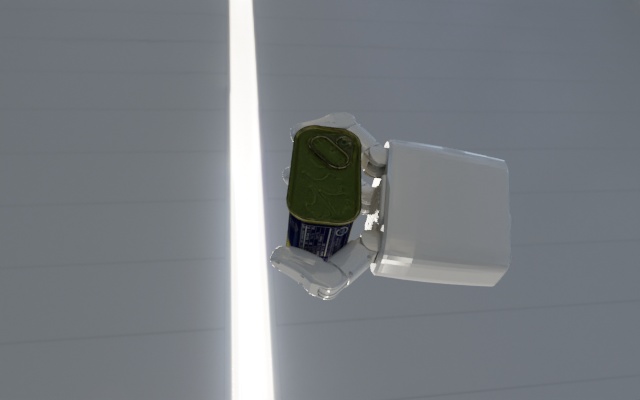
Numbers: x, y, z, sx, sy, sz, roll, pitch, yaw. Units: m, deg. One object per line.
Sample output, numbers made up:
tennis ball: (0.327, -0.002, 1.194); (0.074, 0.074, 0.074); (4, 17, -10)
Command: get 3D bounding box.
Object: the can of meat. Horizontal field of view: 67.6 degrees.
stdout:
can of meat: (0.000, 0.002, 0.410); (0.057, 0.102, 0.084); (6, -38, -3)
